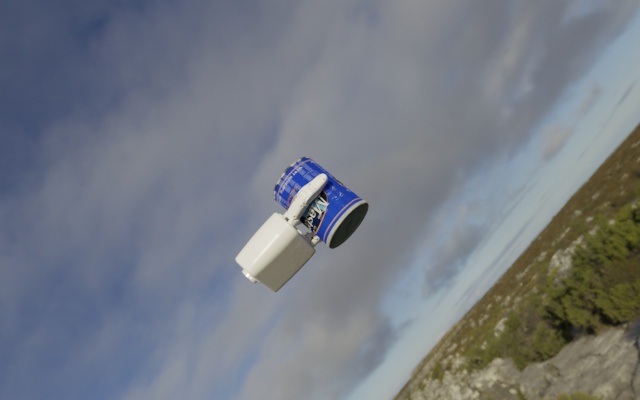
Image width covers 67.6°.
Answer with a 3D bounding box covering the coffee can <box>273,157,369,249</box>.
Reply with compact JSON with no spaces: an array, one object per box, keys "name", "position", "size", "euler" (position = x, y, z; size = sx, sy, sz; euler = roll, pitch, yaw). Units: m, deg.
[{"name":"coffee can","position":[0.000,0.003,0.853],"size":[0.140,0.103,0.103],"euler":[40,16,21]}]
